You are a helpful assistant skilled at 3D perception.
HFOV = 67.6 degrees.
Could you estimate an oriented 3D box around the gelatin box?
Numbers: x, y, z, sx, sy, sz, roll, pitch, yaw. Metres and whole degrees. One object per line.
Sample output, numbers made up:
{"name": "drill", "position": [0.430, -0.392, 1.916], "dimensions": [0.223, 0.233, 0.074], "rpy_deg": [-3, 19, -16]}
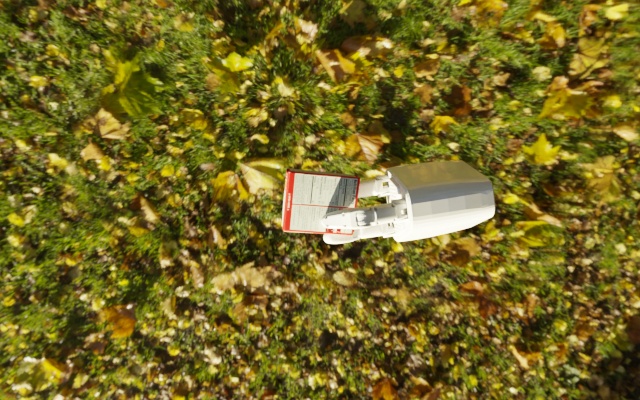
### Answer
{"name": "gelatin box", "position": [0.000, 0.002, 0.580], "dimensions": [0.089, 0.073, 0.030], "rpy_deg": [4, 11, -10]}
